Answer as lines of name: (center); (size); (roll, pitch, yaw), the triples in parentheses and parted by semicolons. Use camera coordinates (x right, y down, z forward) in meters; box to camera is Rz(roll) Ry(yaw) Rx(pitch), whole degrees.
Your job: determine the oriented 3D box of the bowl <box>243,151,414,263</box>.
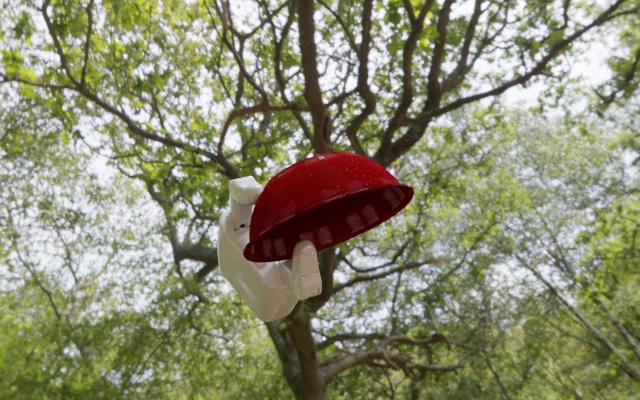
bowl: (0.001, 0.000, 0.435); (0.162, 0.055, 0.162); (-19, -17, -6)
